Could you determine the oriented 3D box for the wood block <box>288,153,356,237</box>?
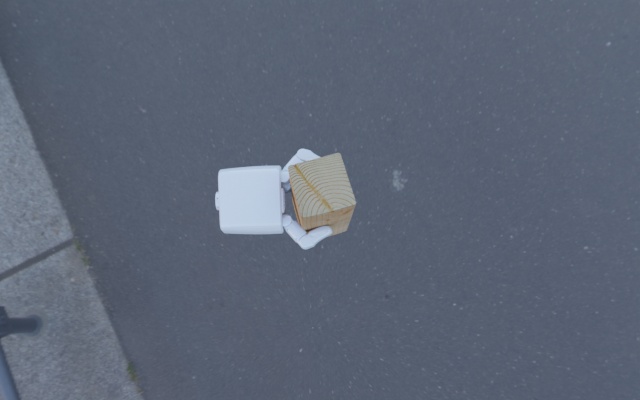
[{"bbox_3d":[0.000,0.003,0.841,0.090,0.090,0.206,-15,-14,-5],"label":"wood block"}]
